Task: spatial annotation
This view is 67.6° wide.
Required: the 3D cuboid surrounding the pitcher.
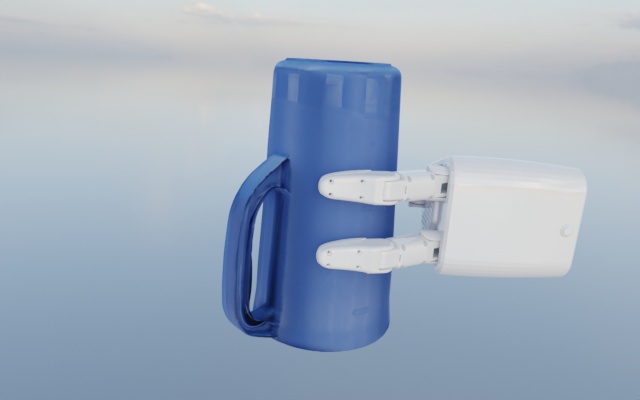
[{"bbox_3d":[0.000,0.001,0.425,0.145,0.243,0.149,4,16,3],"label":"pitcher"}]
